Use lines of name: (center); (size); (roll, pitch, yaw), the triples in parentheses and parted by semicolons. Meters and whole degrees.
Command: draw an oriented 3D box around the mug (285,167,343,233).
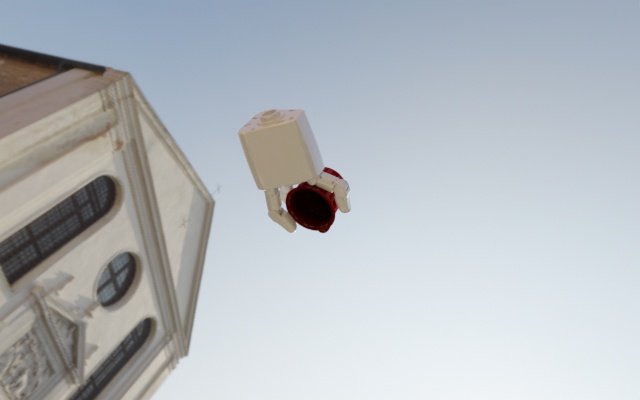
mug: (0.001, 0.004, 0.848); (0.093, 0.117, 0.081); (-1, 34, 28)
